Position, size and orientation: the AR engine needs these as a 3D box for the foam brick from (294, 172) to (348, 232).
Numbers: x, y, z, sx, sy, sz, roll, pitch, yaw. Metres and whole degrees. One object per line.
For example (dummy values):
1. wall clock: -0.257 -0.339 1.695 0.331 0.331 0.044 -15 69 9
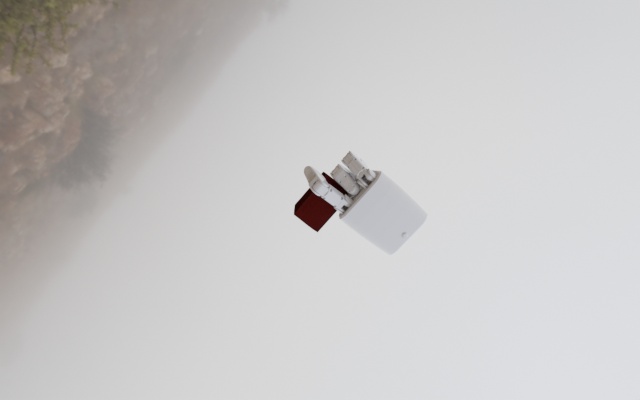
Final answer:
1. foam brick: 0.000 0.003 0.778 0.051 0.078 0.053 38 16 -12
